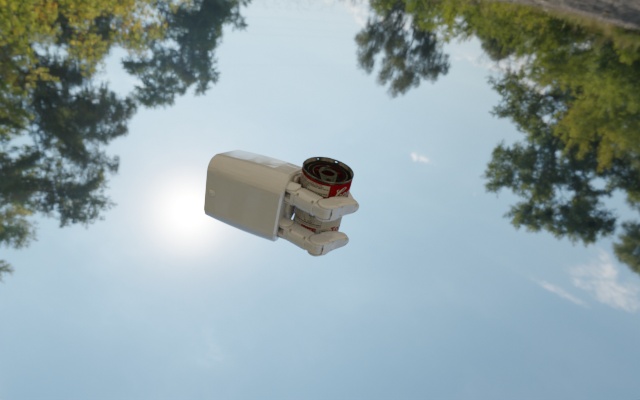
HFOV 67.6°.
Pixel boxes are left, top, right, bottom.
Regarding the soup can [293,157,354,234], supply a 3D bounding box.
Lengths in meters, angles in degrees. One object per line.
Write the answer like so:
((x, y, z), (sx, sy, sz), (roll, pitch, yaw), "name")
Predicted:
((0.001, 0.002, 0.637), (0.068, 0.102, 0.068), (10, 31, -6), "soup can")
